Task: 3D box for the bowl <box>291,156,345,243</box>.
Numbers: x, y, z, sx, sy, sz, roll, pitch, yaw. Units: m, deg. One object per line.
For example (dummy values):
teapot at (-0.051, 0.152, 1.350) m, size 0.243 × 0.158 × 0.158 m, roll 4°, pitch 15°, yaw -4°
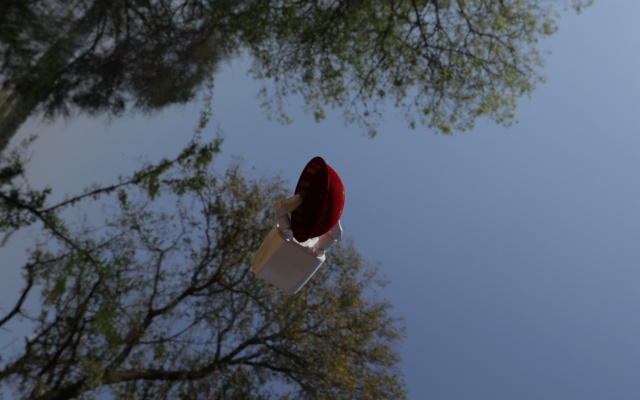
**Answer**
bowl at (0.001, 0.002, 0.880) m, size 0.055 × 0.162 × 0.162 m, roll 13°, pitch -5°, yaw -22°
